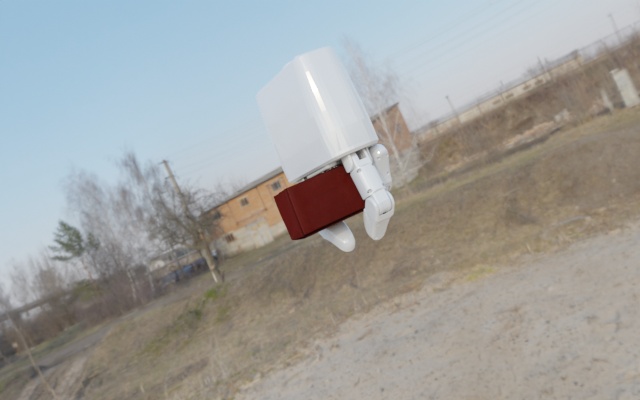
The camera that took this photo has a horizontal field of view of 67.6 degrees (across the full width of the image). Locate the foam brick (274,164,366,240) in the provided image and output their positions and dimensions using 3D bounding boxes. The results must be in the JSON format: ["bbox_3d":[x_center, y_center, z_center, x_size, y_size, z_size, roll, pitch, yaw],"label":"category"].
[{"bbox_3d":[0.000,0.002,0.485,0.078,0.051,0.053,-24,1,-21],"label":"foam brick"}]
